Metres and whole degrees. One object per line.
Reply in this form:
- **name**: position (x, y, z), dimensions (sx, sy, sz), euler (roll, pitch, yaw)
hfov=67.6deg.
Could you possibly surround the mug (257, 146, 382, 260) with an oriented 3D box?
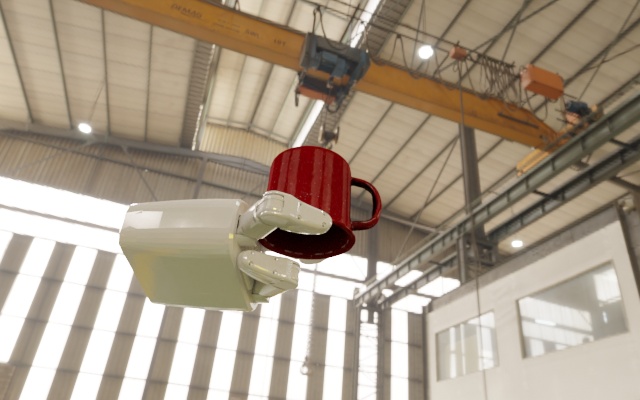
- **mug**: position (0.002, 0.001, 0.460), dimensions (0.117, 0.081, 0.093), euler (0, -31, 7)
